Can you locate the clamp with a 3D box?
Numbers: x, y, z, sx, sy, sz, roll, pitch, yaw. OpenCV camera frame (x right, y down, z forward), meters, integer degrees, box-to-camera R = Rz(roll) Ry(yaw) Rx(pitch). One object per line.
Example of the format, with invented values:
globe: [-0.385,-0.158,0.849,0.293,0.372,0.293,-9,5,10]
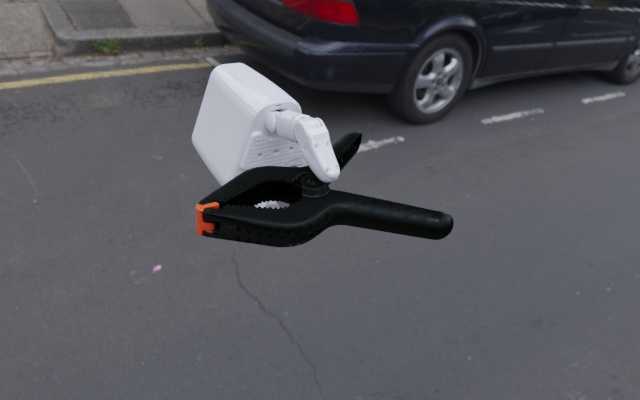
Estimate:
clamp: [0.000,0.001,0.415,0.210,0.036,0.164,-17,43,-31]
